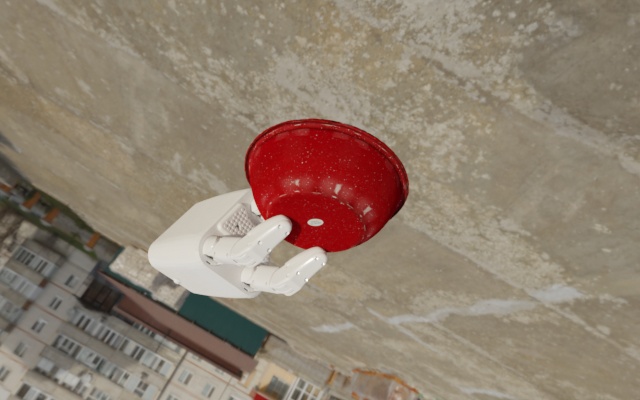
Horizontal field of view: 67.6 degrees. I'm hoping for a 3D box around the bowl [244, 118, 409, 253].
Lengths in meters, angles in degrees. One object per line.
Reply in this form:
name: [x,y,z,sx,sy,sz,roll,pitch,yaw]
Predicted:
bowl: [0.001,0.001,0.448,0.162,0.055,0.162,8,-39,6]
